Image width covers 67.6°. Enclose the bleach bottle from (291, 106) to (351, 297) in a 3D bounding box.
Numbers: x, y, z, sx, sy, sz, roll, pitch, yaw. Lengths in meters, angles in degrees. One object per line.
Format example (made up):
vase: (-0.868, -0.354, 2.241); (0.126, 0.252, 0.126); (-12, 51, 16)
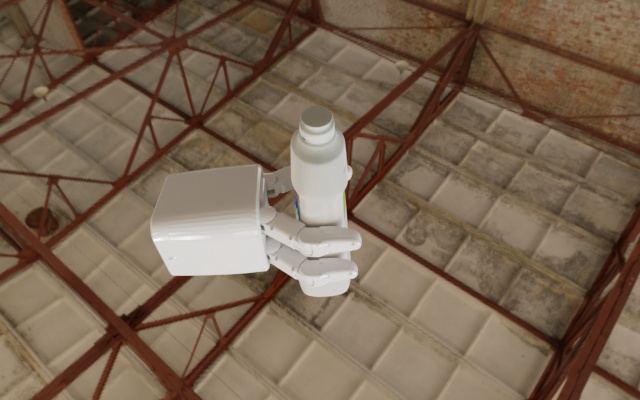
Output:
bleach bottle: (0.000, 0.002, 0.510); (0.068, 0.102, 0.251); (-4, -40, -1)
